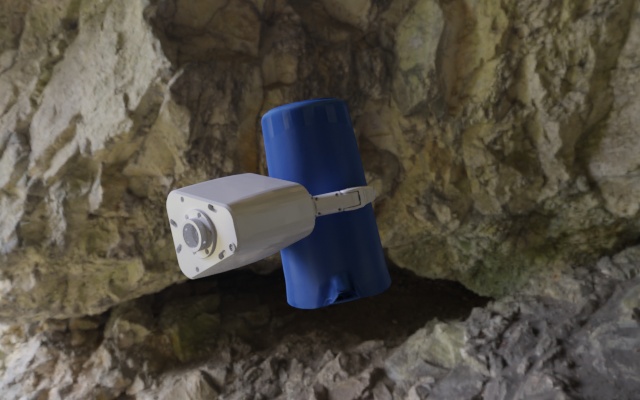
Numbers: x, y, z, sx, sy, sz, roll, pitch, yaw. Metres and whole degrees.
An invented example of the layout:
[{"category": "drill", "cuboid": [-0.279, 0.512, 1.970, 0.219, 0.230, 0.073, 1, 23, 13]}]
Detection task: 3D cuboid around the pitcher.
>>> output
[{"category": "pitcher", "cuboid": [0.000, 0.002, 0.606, 0.149, 0.243, 0.145, -7, 6, 41]}]
